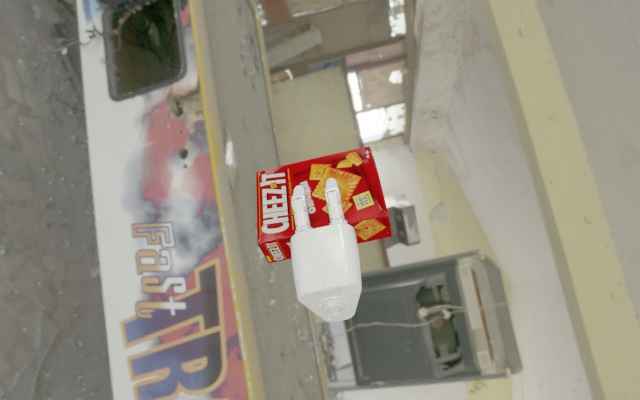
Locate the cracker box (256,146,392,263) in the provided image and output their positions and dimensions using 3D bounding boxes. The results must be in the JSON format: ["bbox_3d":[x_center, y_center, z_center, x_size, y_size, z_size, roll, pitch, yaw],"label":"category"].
[{"bbox_3d":[0.000,0.003,0.818,0.214,0.164,0.072,-12,-41,5],"label":"cracker box"}]
